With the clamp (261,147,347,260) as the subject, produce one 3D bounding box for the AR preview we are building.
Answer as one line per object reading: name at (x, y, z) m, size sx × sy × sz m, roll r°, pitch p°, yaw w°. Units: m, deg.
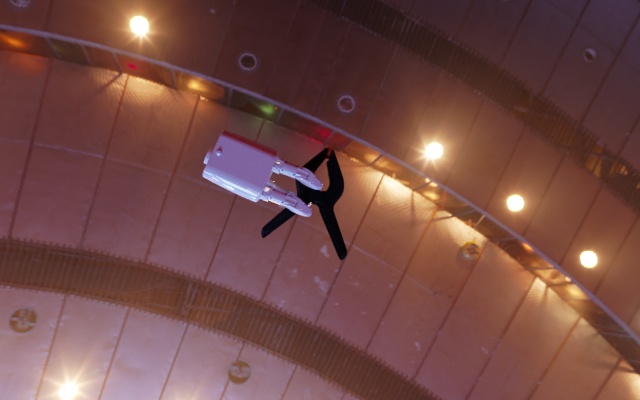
clamp at (0.000, 0.003, 0.900) m, size 0.164 × 0.210 × 0.036 m, roll 24°, pitch -15°, yaw -10°
